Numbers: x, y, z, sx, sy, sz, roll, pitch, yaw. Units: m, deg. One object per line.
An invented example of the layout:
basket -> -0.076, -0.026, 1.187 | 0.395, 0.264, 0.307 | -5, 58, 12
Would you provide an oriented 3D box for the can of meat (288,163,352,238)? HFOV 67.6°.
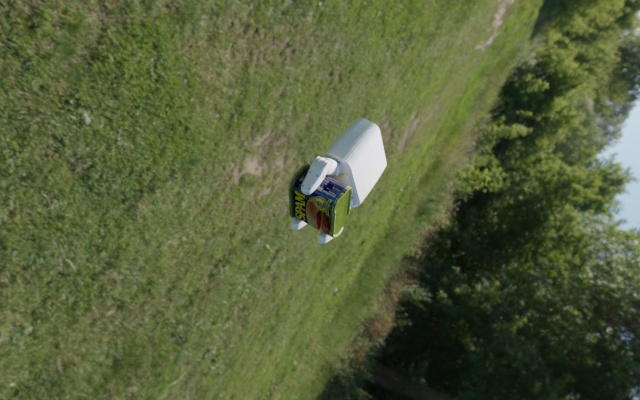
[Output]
can of meat -> 0.000, 0.003, 0.759 | 0.084, 0.057, 0.102 | 27, -35, 19
